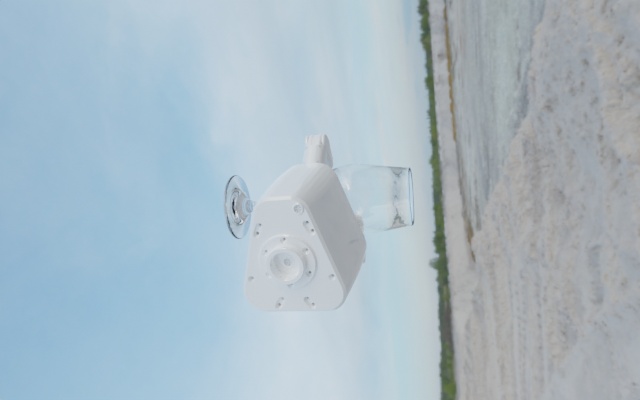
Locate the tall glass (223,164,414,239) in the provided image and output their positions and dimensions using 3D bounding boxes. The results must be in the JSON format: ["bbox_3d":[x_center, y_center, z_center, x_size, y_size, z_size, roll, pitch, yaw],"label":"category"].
[{"bbox_3d":[-0.001,0.002,0.529,0.201,0.079,0.079,-4,-1,14],"label":"tall glass"}]
